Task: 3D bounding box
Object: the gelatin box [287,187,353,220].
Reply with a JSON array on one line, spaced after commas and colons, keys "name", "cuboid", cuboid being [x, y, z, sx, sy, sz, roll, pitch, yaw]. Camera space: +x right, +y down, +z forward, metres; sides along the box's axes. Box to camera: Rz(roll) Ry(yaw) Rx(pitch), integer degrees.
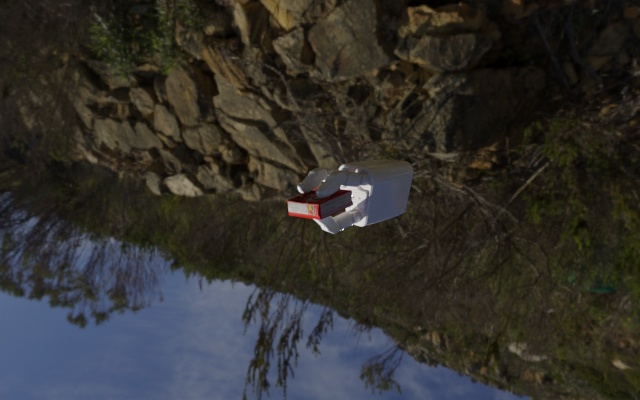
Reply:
[{"name": "gelatin box", "cuboid": [0.000, 0.003, 0.805, 0.073, 0.030, 0.089, 7, 21, 41]}]
